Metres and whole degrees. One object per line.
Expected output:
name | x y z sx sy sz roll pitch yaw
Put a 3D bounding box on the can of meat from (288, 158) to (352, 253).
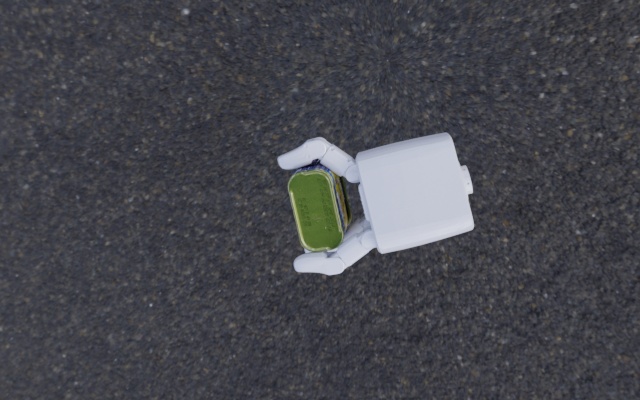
can of meat | 0.000 0.002 0.571 0.057 0.102 0.084 -10 15 10
